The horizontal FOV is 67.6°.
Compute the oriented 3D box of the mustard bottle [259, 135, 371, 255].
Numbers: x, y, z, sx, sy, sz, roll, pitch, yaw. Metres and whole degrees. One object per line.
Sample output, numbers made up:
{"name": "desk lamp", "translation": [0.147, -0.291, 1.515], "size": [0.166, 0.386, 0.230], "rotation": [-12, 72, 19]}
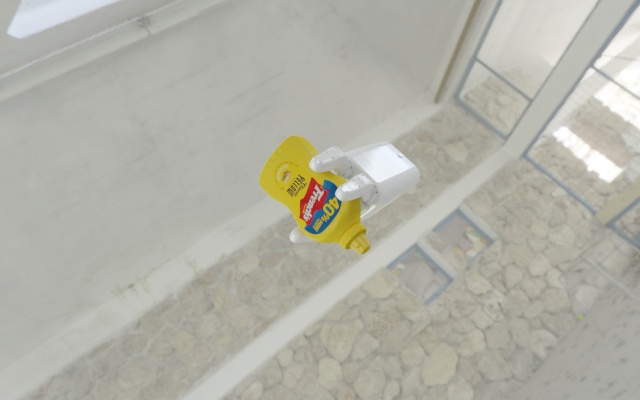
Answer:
{"name": "mustard bottle", "translation": [0.000, 0.002, 0.672], "size": [0.191, 0.096, 0.058], "rotation": [46, 21, 21]}
